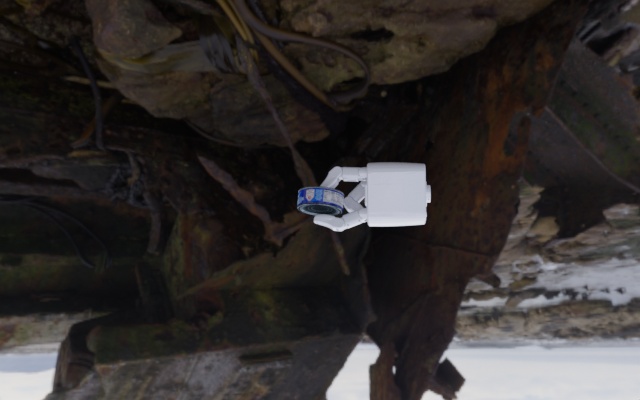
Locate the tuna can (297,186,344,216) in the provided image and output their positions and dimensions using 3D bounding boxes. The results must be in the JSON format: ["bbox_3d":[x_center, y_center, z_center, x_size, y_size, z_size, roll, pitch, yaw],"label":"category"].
[{"bbox_3d":[0.000,0.003,0.878,0.086,0.033,0.086,5,-16,1],"label":"tuna can"}]
